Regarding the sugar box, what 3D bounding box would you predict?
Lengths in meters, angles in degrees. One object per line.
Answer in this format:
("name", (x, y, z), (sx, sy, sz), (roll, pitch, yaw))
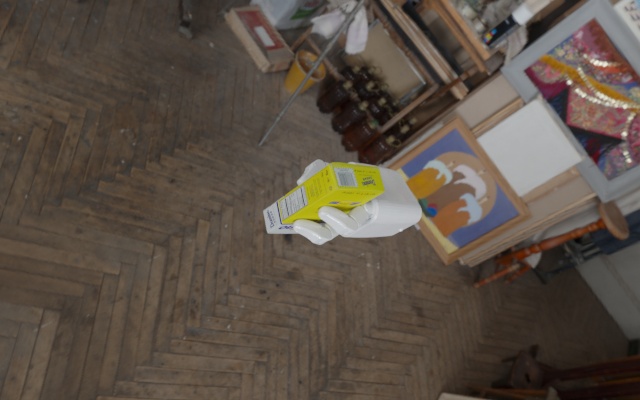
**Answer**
("sugar box", (0.000, 0.003, 0.705), (0.093, 0.048, 0.176), (3, -26, -38))
